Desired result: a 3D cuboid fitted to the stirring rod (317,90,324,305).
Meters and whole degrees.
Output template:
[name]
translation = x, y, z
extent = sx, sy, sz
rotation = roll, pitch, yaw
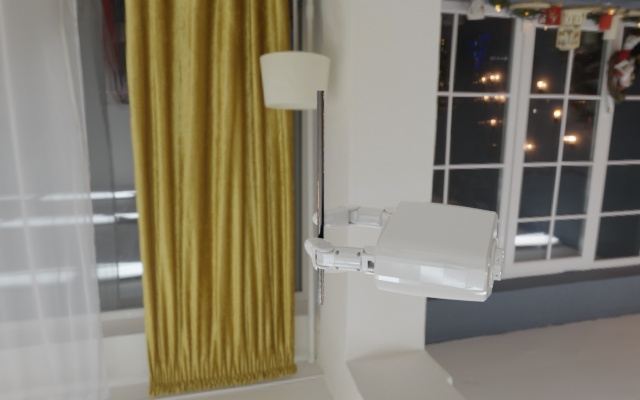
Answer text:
[stirring rod]
translation = 0.000, 0.002, 0.529
extent = 0.011, 0.239, 0.011
rotation = 0, 12, 0
